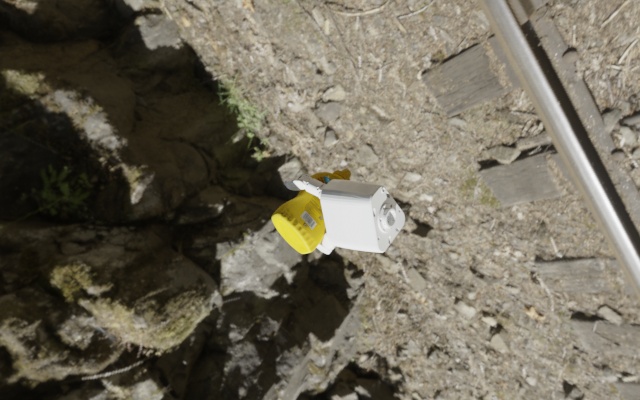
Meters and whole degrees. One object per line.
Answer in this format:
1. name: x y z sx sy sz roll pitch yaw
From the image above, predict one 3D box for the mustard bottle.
1. mustard bottle: 0.000 0.003 0.893 0.191 0.096 0.058 -48 13 -33
